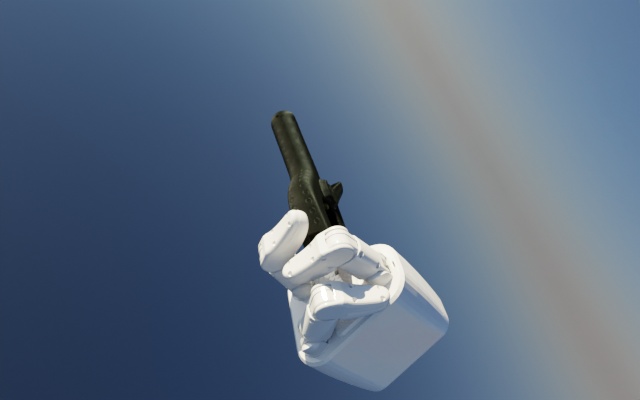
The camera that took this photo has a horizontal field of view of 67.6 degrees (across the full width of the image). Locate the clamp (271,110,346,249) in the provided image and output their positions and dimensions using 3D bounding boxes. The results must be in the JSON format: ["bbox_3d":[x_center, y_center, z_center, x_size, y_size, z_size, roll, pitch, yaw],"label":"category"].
[{"bbox_3d":[0.001,0.001,0.451,0.039,0.171,0.120,-30,-46,19],"label":"clamp"}]
